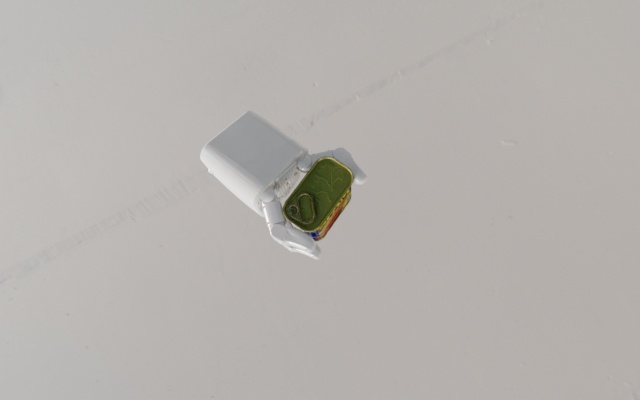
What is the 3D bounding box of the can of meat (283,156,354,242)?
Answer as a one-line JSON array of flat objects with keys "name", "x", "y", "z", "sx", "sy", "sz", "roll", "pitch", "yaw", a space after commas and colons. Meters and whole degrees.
[{"name": "can of meat", "x": 0.000, "y": 0.002, "z": 0.650, "sx": 0.057, "sy": 0.102, "sz": 0.084, "roll": 34, "pitch": -11, "yaw": 13}]
